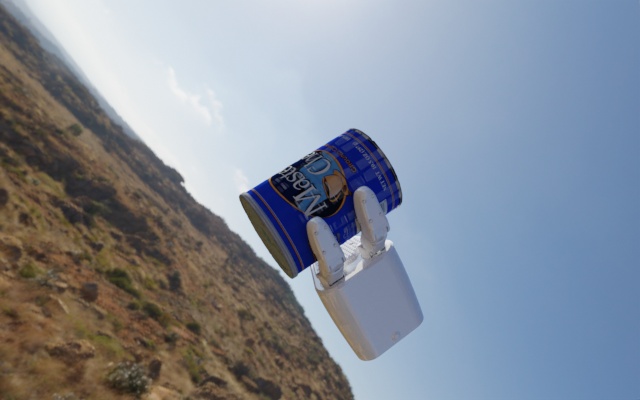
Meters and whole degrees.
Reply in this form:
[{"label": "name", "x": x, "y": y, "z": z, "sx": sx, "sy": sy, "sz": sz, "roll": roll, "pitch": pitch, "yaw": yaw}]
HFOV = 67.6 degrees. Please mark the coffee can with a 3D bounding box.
[{"label": "coffee can", "x": 0.000, "y": 0.002, "z": 0.507, "sx": 0.140, "sy": 0.103, "sz": 0.103, "roll": -33, "pitch": 9, "yaw": -14}]
